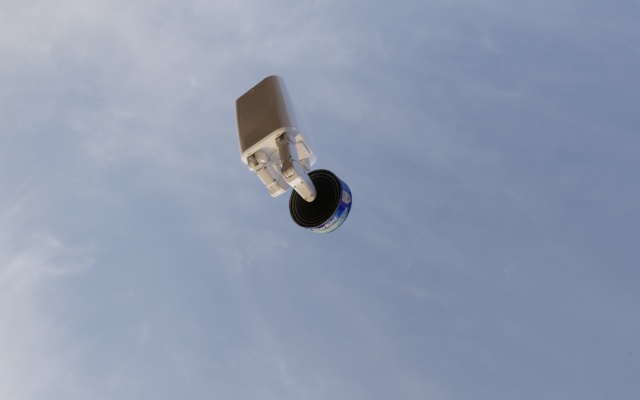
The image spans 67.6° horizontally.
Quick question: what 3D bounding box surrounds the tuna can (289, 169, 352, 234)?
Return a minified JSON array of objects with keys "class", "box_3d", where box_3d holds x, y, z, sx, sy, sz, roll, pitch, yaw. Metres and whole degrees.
[{"class":"tuna can","box_3d":[0.000,0.002,0.661,0.086,0.086,0.034,0,-20,36]}]
